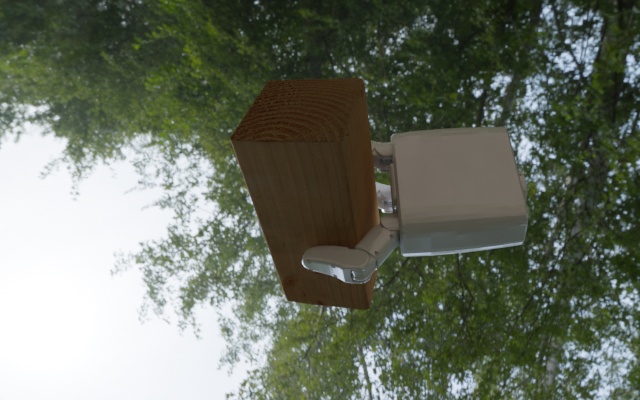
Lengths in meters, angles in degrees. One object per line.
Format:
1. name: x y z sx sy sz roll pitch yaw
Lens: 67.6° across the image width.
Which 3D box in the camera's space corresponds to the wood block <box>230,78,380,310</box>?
1. wood block: 0.000 0.002 0.443 0.090 0.206 0.090 3 44 17
